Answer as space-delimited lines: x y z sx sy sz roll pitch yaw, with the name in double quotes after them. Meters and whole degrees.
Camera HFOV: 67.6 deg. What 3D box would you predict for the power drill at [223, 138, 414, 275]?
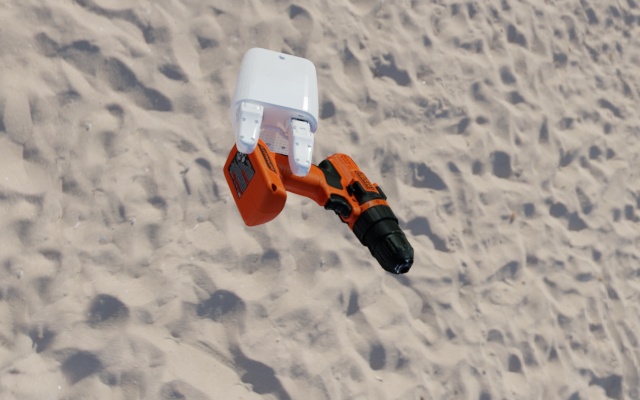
0.000 0.001 0.513 0.188 0.057 0.184 14 31 -39 "power drill"
